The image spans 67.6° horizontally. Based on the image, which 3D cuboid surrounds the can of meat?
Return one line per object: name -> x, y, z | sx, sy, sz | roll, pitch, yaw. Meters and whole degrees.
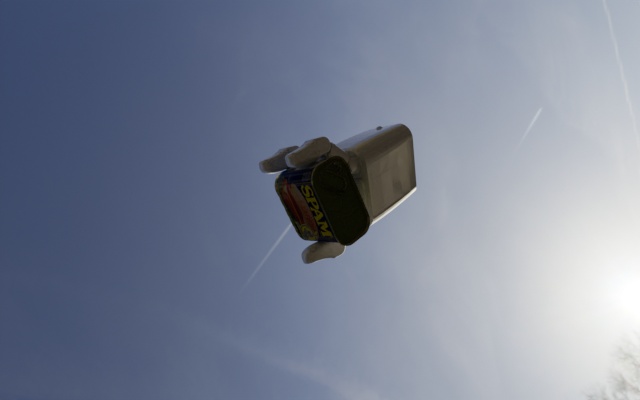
can of meat -> 0.000, 0.002, 0.576 | 0.057, 0.102, 0.084 | -35, 19, -33
